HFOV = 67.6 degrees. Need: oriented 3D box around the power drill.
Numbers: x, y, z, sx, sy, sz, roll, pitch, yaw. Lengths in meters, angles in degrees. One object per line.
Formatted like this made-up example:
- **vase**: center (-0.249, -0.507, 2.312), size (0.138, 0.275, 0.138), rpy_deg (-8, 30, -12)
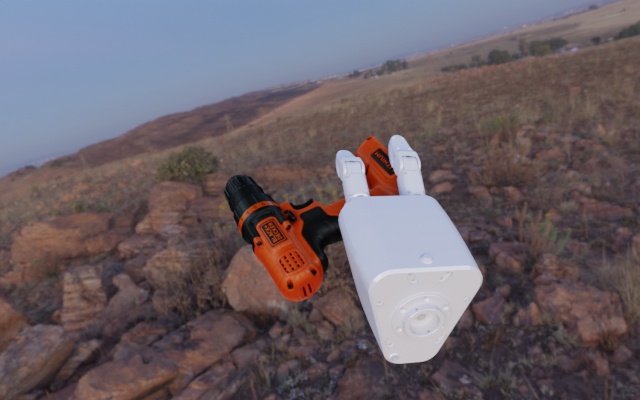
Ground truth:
- **power drill**: center (0.001, 0.002, 0.532), size (0.187, 0.057, 0.184), rpy_deg (-29, 52, -12)
